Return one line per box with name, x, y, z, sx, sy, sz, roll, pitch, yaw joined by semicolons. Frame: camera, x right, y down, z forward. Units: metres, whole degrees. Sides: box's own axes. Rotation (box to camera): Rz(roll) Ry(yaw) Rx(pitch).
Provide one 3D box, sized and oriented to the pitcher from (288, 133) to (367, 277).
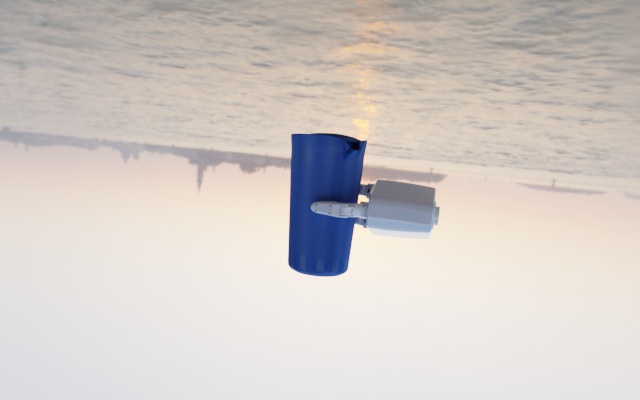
pitcher;0.000;0.003;0.846;0.145;0.243;0.149;6;5;11
